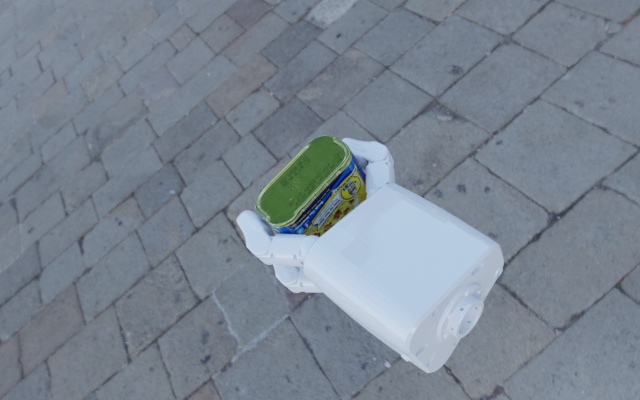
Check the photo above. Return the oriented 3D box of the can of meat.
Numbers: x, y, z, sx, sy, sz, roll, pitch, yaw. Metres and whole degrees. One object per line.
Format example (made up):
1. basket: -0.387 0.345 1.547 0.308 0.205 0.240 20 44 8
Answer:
1. can of meat: 0.000 0.001 0.443 0.057 0.102 0.084 37 -10 40
